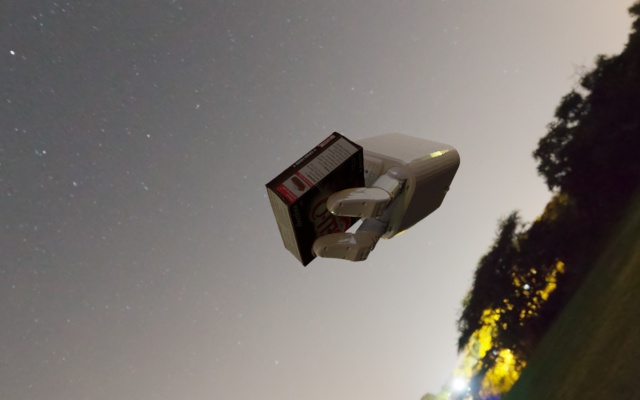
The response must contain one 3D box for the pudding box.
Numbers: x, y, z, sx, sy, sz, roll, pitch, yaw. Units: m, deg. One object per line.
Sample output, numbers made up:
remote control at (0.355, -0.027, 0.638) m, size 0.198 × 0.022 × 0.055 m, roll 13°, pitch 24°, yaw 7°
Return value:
pudding box at (0.000, 0.001, 0.460) m, size 0.039 × 0.090 × 0.114 m, roll 38°, pitch -23°, yaw 30°
